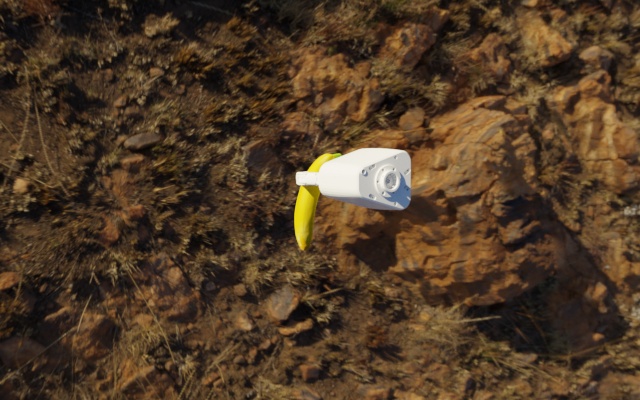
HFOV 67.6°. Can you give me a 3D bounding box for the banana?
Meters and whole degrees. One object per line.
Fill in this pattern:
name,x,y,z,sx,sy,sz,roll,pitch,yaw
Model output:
banana,-0.012,-0.007,0.879,0.070,0.198,0.037,27,-9,-39
